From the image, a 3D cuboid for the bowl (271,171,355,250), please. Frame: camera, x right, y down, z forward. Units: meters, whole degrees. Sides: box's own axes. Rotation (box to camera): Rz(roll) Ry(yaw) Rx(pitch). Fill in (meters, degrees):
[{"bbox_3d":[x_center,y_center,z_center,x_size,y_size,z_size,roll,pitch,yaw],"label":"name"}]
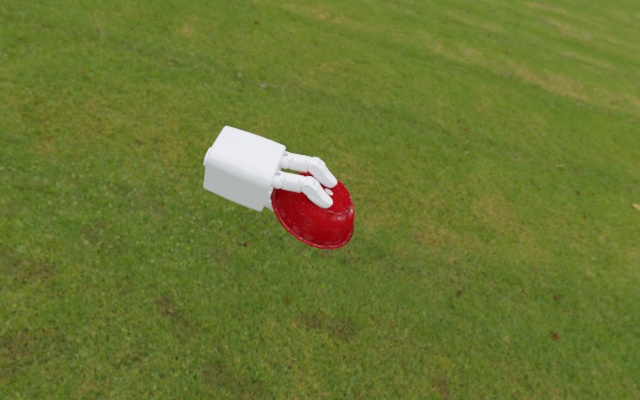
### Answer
[{"bbox_3d":[0.002,0.003,0.811,0.162,0.162,0.055,0,-39,-37],"label":"bowl"}]
